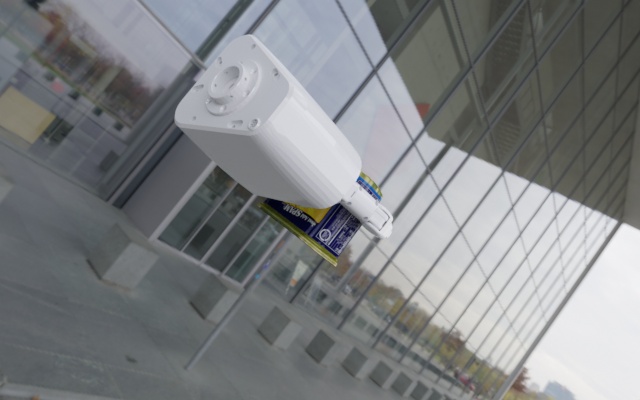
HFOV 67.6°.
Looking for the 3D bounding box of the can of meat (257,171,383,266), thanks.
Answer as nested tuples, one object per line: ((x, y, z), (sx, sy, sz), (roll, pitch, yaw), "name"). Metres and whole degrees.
((0.000, 0.001, 0.471), (0.102, 0.084, 0.057), (33, -7, 44), "can of meat")
